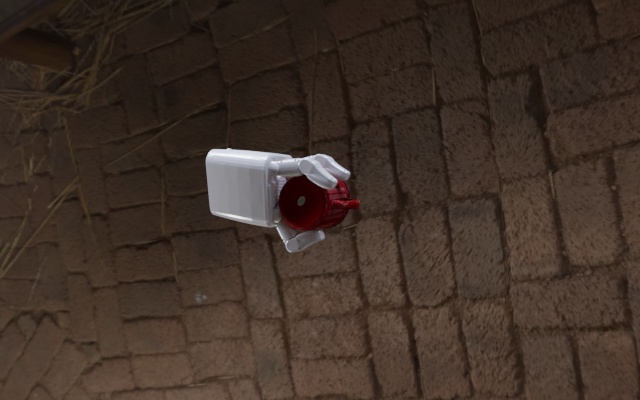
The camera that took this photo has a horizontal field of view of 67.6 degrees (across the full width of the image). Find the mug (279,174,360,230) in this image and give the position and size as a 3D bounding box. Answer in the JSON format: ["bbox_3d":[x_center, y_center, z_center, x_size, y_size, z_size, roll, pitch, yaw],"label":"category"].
[{"bbox_3d":[0.001,0.003,0.714,0.117,0.093,0.081,8,7,22],"label":"mug"}]
